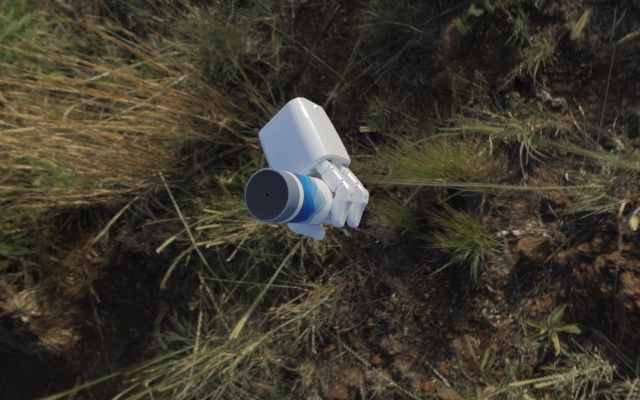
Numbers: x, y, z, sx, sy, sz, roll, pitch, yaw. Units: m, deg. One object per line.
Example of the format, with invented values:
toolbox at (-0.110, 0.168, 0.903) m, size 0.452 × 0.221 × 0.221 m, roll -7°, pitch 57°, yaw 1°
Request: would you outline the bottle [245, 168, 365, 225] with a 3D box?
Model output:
bottle at (0.000, 0.002, 0.712) m, size 0.069 × 0.069 × 0.296 m, roll 0°, pitch -4°, yaw 27°
